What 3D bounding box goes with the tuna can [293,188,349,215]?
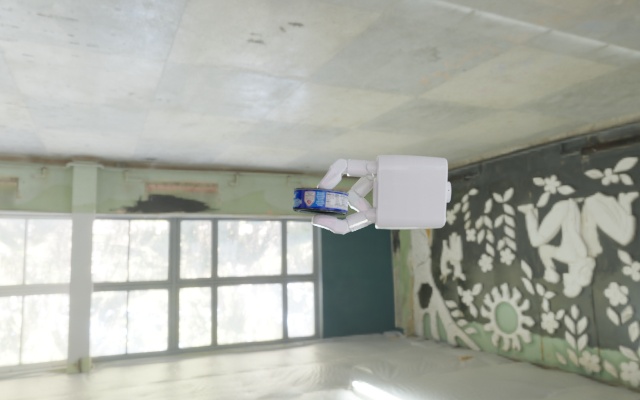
[{"bbox_3d":[0.000,0.003,0.736,0.086,0.033,0.086,4,-6,0],"label":"tuna can"}]
